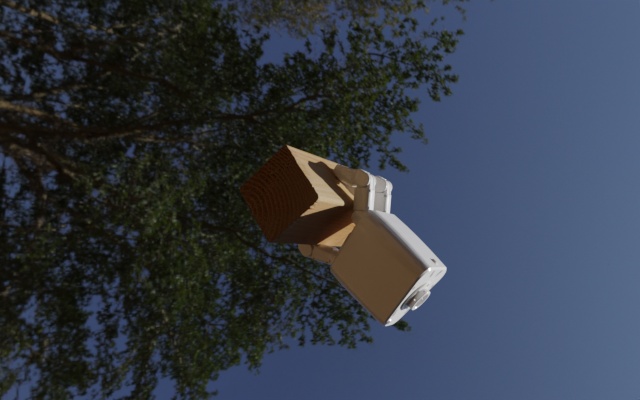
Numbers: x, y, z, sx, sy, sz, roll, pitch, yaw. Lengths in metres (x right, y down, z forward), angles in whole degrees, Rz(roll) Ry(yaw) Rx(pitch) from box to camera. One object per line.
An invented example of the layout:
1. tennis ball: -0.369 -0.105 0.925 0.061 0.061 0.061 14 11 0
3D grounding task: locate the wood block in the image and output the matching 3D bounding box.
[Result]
1. wood block: 0.000 0.003 0.666 0.091 0.090 0.206 -42 -25 20
